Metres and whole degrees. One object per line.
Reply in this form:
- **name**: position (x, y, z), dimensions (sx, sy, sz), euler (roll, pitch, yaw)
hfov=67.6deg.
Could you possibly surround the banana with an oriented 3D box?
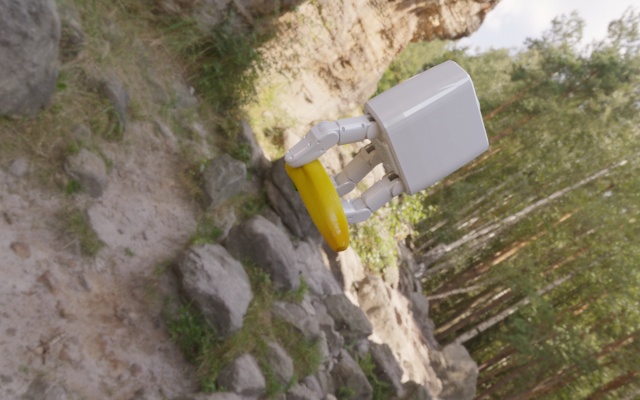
- **banana**: position (-0.008, -0.015, 0.517), dimensions (0.037, 0.070, 0.197), euler (-25, 24, -4)
